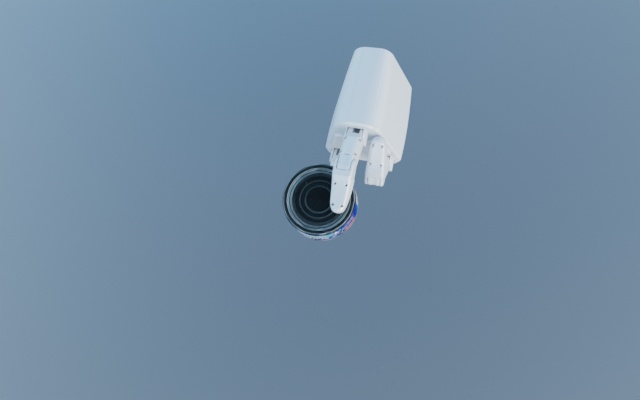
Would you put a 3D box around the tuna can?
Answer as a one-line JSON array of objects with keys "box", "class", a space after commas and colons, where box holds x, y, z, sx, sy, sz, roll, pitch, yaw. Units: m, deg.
[{"box": [0.000, 0.002, 0.552, 0.086, 0.086, 0.034, 0, -14, 8], "class": "tuna can"}]
